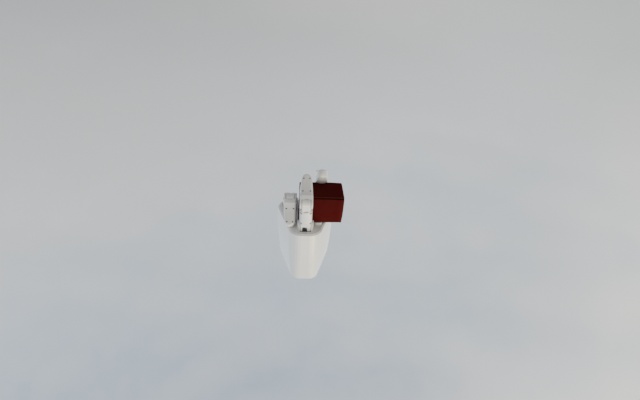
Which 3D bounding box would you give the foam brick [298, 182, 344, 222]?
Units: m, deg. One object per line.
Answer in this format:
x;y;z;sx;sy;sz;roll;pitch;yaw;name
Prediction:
0.000;0.003;0.836;0.078;0.051;0.053;1;33;-2;foam brick
